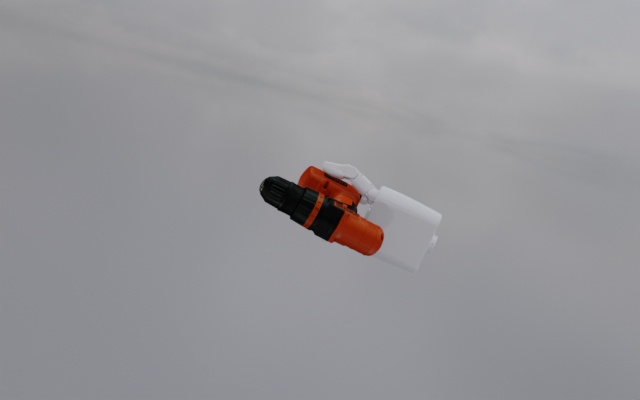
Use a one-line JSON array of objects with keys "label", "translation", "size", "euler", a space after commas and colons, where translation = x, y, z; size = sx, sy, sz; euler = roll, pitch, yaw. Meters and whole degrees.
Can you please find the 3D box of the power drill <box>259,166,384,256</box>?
[{"label": "power drill", "translation": [0.000, 0.002, 0.715], "size": [0.184, 0.057, 0.187], "euler": [29, 15, -9]}]
